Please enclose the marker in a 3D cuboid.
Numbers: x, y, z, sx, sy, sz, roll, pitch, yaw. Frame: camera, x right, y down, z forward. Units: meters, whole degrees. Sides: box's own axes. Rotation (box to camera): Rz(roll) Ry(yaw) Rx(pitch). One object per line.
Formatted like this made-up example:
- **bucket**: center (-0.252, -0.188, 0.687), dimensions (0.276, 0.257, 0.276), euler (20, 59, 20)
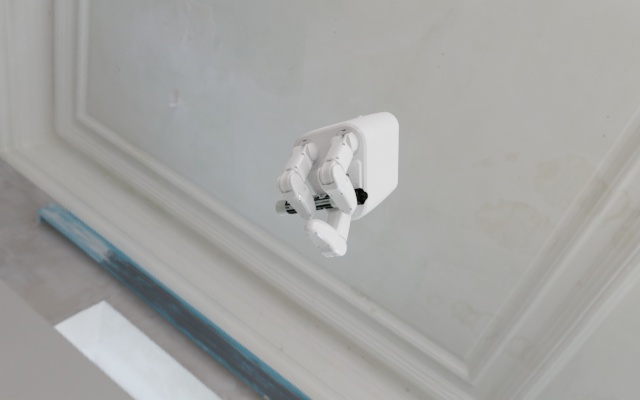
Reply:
- **marker**: center (0.000, 0.002, 0.545), dimensions (0.121, 0.020, 0.020), euler (-9, -5, 35)
